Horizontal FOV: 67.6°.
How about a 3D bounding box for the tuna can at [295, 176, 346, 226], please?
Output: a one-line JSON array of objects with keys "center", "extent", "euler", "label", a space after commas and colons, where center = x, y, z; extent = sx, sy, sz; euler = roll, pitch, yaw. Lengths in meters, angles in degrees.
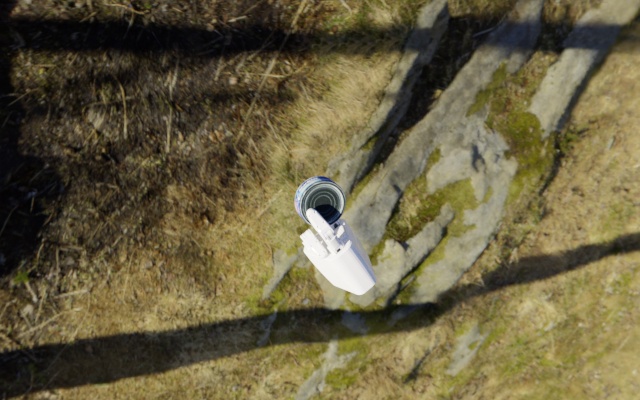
[{"center": [0.000, 0.003, 0.829], "extent": [0.086, 0.086, 0.033], "euler": [0, 17, -18], "label": "tuna can"}]
